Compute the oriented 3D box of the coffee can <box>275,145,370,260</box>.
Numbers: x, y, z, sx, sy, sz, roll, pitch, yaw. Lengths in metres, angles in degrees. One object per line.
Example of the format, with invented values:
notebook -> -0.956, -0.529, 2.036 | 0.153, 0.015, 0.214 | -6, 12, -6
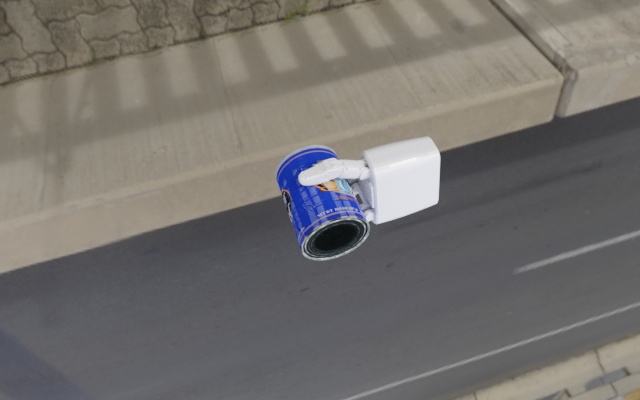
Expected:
coffee can -> 0.000, 0.002, 0.707 | 0.103, 0.140, 0.103 | -15, -35, -11
